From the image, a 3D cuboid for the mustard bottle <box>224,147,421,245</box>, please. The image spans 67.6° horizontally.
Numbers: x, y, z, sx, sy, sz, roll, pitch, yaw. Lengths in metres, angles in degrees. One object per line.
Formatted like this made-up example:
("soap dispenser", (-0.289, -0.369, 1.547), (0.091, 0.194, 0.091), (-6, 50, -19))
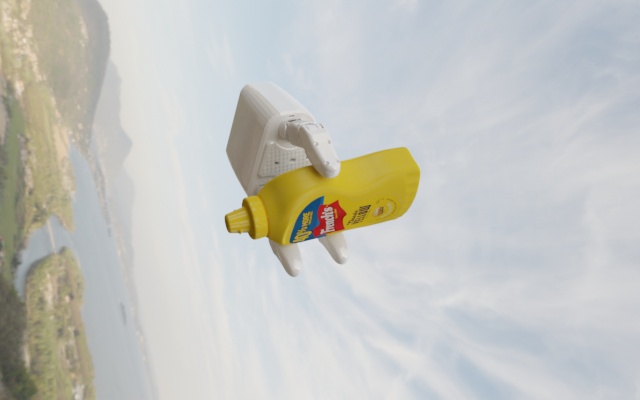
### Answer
("mustard bottle", (0.000, 0.002, 0.474), (0.191, 0.058, 0.096), (-12, -30, -22))
